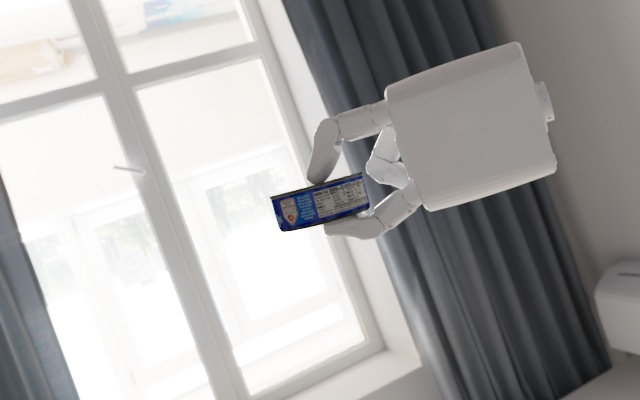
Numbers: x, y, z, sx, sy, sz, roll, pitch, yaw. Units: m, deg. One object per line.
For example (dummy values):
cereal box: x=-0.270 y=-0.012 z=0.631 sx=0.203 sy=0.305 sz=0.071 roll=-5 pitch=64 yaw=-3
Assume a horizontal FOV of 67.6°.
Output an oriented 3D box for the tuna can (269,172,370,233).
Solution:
tuna can: x=0.000 y=0.002 z=0.425 sx=0.086 sy=0.034 sz=0.086 roll=-15 pitch=2 yaw=1
